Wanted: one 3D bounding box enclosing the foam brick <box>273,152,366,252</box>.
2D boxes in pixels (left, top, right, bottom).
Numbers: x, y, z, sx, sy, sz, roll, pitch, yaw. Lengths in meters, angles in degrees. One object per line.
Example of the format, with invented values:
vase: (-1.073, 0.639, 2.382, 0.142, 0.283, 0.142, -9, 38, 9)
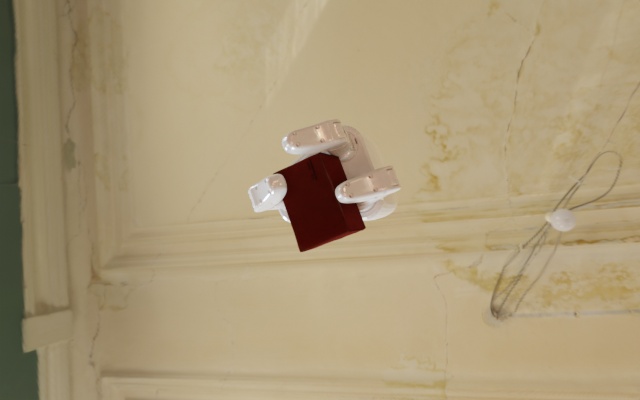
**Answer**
foam brick: (0.000, 0.002, 0.444, 0.053, 0.078, 0.051, -22, -9, 20)
